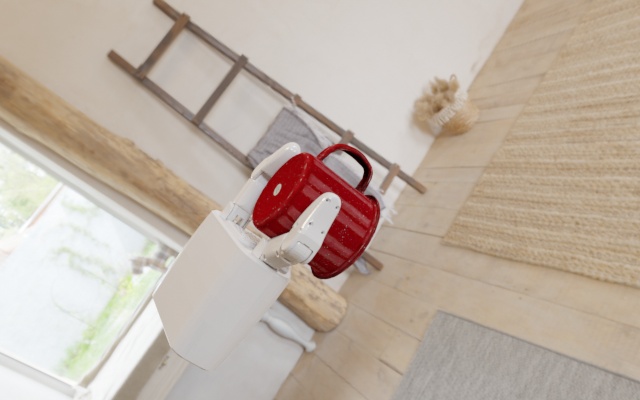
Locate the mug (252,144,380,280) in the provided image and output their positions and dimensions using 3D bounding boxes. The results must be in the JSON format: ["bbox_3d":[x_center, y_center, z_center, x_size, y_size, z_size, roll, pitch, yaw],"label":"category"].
[{"bbox_3d":[0.001,0.000,0.431,0.081,0.117,0.093,37,-1,-22],"label":"mug"}]
